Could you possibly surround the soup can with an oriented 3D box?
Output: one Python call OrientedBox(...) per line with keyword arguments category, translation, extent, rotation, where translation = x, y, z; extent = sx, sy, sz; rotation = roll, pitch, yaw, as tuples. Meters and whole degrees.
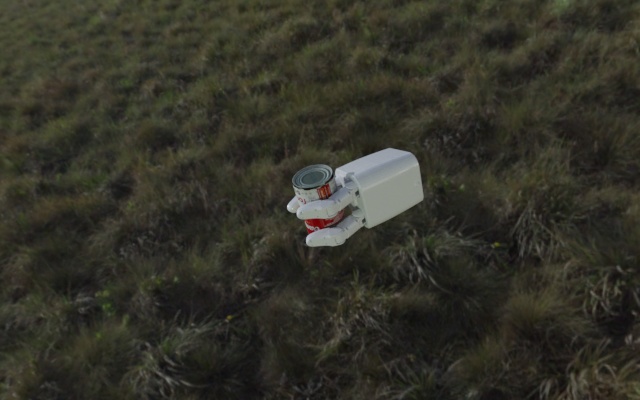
OrientedBox(category="soup can", translation=(0.000, 0.002, 0.758), extent=(0.068, 0.102, 0.068), rotation=(-11, 34, 8))
